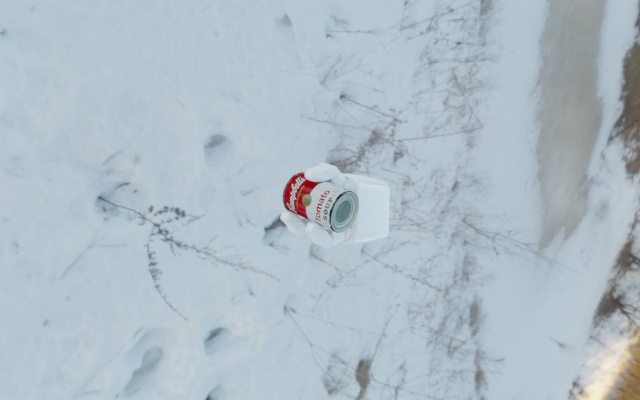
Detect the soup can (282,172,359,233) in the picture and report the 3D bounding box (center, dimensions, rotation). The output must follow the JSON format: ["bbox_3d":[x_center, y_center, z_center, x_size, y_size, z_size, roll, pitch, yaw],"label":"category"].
[{"bbox_3d":[0.000,0.002,0.738,0.102,0.068,0.068,23,14,37],"label":"soup can"}]
